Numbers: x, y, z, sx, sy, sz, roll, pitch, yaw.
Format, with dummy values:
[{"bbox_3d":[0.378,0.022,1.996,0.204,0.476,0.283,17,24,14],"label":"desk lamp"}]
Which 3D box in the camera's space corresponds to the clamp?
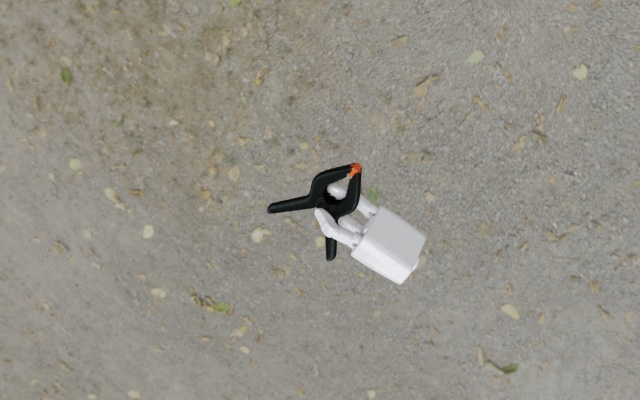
[{"bbox_3d":[0.000,0.003,0.890,0.164,0.210,0.036,33,33,1],"label":"clamp"}]
